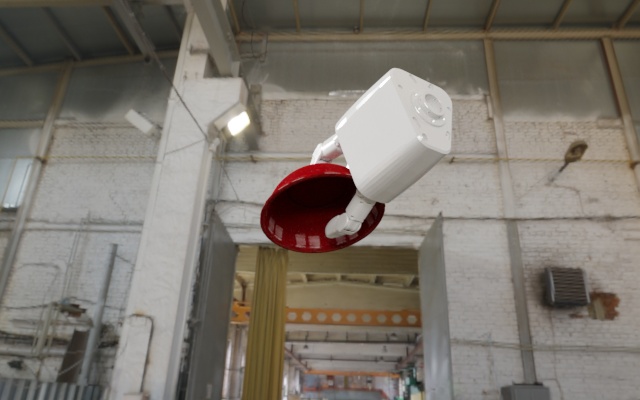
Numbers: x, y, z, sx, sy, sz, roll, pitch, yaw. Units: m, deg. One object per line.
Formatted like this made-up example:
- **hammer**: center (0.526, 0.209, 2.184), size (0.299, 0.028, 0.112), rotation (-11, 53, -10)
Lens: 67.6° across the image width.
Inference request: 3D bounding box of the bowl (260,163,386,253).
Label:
- **bowl**: center (-0.001, 0.002, 0.628), size (0.162, 0.055, 0.162), rotation (-6, -40, -5)
